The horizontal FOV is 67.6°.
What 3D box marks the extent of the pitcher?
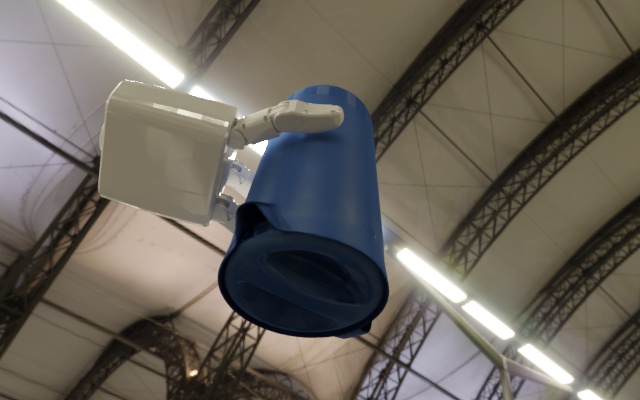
[{"bbox_3d":[0.000,0.001,0.458,0.145,0.149,0.242,14,42,-6],"label":"pitcher"}]
